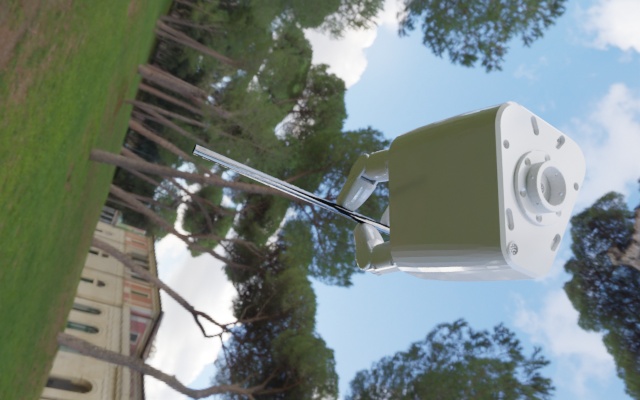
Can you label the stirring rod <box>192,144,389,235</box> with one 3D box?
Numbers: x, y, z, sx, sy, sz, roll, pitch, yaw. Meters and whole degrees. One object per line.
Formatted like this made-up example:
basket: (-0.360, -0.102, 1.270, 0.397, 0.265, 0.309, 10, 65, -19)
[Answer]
stirring rod: (0.000, 0.001, 0.430, 0.239, 0.011, 0.011, 23, -10, -25)
